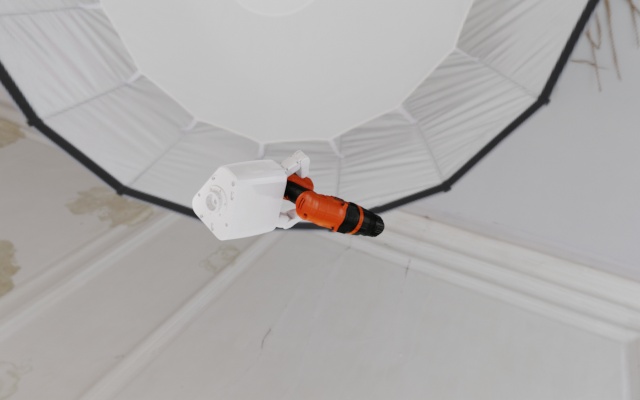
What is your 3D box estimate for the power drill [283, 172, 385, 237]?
[{"bbox_3d":[0.000,0.003,0.821,0.184,0.057,0.187,20,5,-41],"label":"power drill"}]
